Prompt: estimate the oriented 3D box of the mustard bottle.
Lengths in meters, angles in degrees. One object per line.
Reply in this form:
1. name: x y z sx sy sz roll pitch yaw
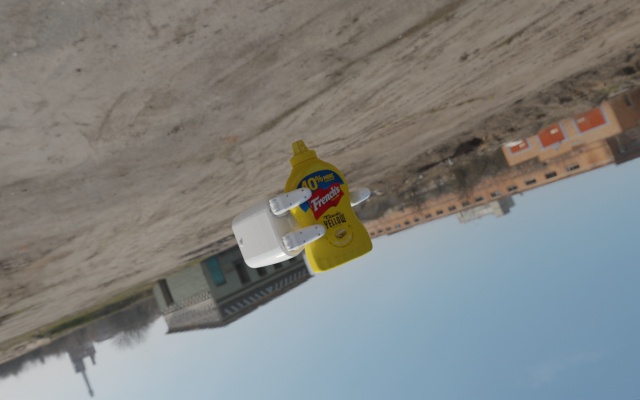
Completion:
1. mustard bottle: 0.000 0.002 0.703 0.096 0.191 0.058 -21 -3 -21
